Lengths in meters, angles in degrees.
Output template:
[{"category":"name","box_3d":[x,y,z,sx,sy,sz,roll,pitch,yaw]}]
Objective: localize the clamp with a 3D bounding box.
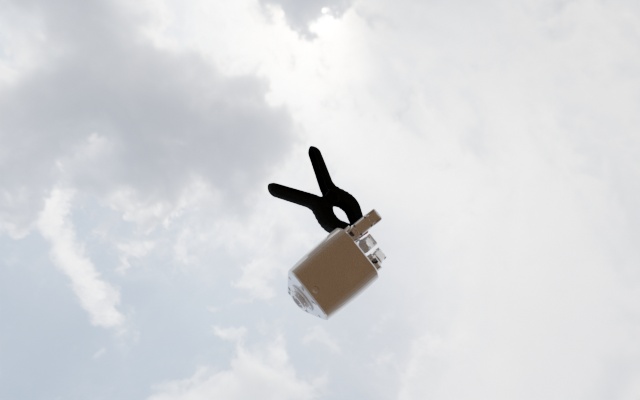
[{"category":"clamp","box_3d":[0.000,0.003,0.760,0.120,0.171,0.039,-37,-8,-26]}]
